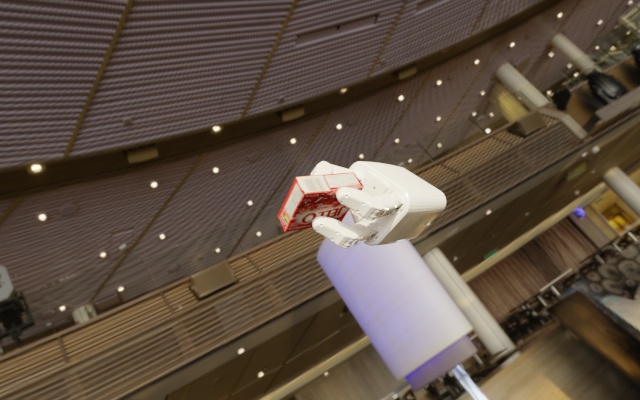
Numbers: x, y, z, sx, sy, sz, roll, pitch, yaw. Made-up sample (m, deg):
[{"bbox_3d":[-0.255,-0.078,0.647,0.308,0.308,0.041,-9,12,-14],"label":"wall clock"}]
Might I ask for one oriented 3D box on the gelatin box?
[{"bbox_3d":[0.000,0.002,0.592,0.089,0.030,0.073,-7,-37,-33],"label":"gelatin box"}]
